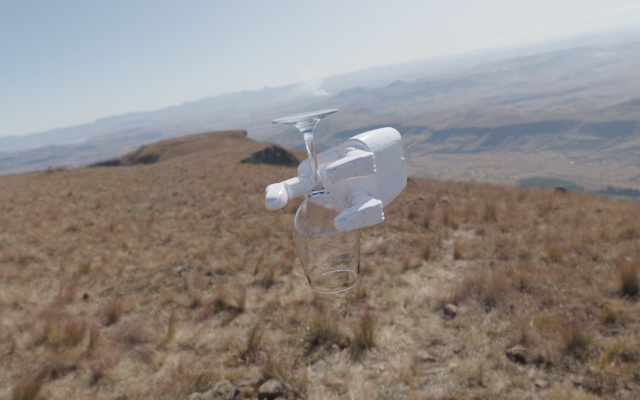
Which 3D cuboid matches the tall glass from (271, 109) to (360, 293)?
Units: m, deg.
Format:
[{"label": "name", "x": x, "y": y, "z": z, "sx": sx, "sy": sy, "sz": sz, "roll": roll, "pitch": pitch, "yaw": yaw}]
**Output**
[{"label": "tall glass", "x": 0.000, "y": 0.001, "z": 0.546, "sx": 0.079, "sy": 0.201, "sz": 0.079, "roll": -9, "pitch": 14, "yaw": 2}]
